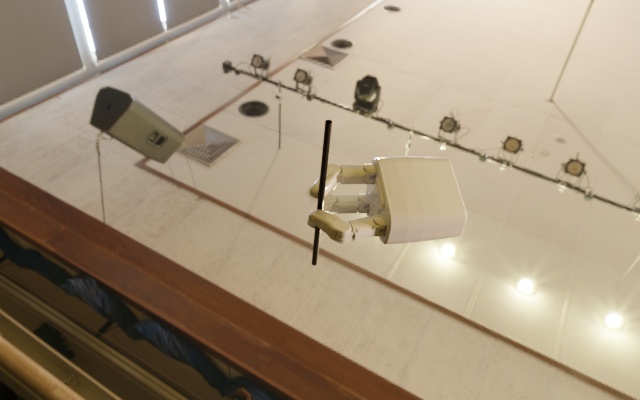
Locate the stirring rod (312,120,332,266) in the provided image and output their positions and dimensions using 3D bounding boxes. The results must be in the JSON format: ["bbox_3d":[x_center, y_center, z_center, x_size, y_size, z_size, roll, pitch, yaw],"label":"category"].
[{"bbox_3d":[0.000,0.002,0.605,0.011,0.240,0.011,3,43,-3],"label":"stirring rod"}]
